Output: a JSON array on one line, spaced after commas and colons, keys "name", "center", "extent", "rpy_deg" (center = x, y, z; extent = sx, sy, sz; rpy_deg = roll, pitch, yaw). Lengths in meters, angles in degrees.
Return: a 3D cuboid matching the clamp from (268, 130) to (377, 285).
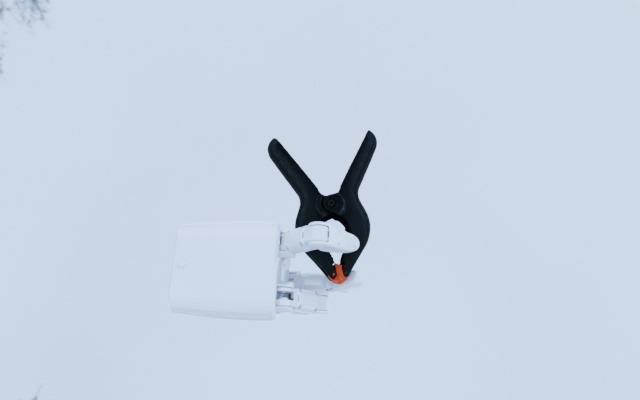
[{"name": "clamp", "center": [0.000, 0.002, 0.511], "extent": [0.120, 0.171, 0.039], "rpy_deg": [1, -19, 4]}]
